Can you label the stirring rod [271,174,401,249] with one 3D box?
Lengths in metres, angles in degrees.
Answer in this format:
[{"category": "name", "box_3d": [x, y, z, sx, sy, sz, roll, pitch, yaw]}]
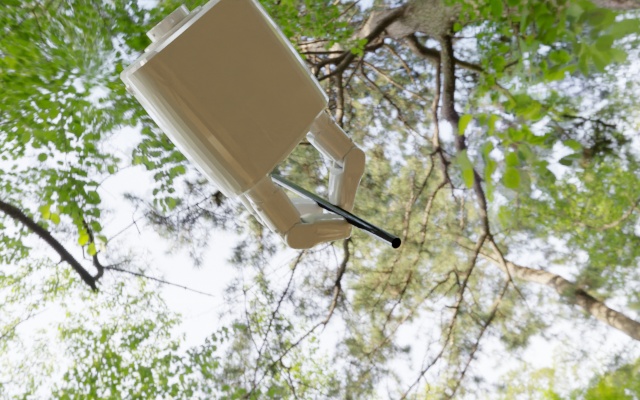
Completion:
[{"category": "stirring rod", "box_3d": [0.000, 0.001, 0.425, 0.011, 0.011, 0.239, 0, 13, -26]}]
